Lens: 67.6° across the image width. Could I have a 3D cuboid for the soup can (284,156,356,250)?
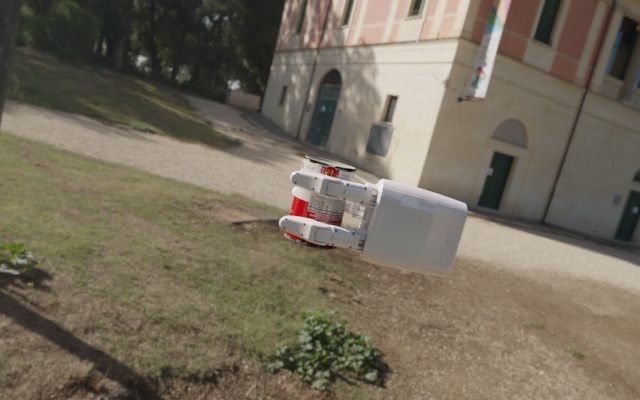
[{"bbox_3d":[0.000,0.002,0.591,0.068,0.102,0.068,14,9,-2],"label":"soup can"}]
